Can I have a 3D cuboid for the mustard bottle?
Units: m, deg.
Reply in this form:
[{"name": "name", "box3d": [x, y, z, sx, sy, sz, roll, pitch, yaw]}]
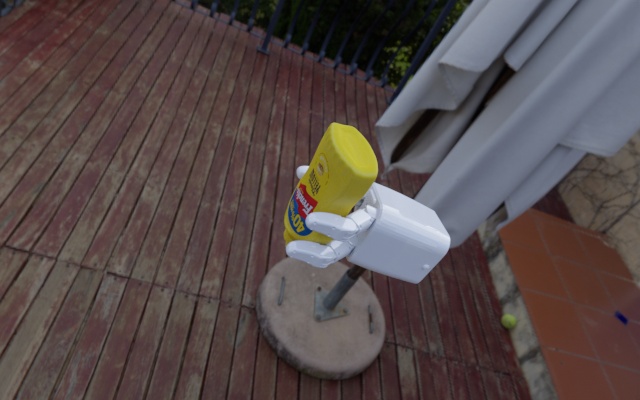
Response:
[{"name": "mustard bottle", "box3d": [0.000, 0.002, 0.611, 0.058, 0.096, 0.192, 6, -46, -30]}]
